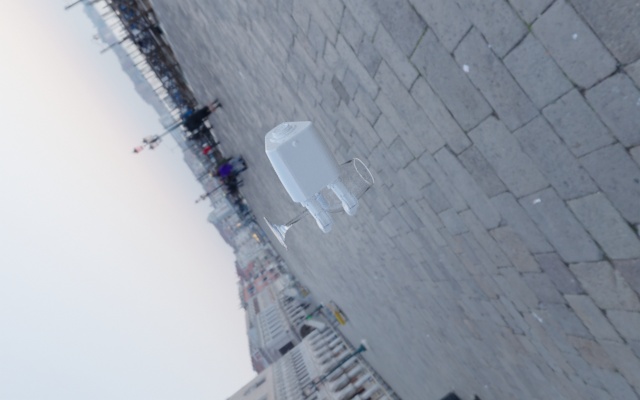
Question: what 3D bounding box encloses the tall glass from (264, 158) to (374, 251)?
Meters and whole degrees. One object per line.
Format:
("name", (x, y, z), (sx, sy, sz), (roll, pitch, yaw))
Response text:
("tall glass", (0.000, 0.003, 0.867), (0.201, 0.079, 0.079), (-35, 6, -9))
